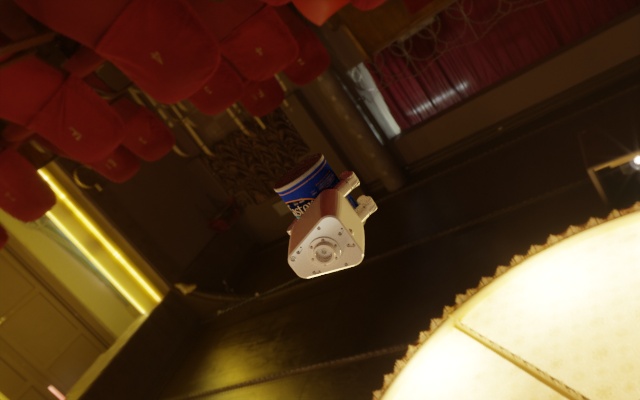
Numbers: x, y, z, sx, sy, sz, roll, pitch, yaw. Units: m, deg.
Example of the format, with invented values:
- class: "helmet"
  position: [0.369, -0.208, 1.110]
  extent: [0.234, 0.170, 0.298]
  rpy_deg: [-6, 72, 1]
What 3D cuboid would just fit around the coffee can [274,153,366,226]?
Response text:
- class: "coffee can"
  position: [0.000, 0.003, 0.840]
  extent: [0.103, 0.140, 0.102]
  rpy_deg: [-33, 16, 11]
